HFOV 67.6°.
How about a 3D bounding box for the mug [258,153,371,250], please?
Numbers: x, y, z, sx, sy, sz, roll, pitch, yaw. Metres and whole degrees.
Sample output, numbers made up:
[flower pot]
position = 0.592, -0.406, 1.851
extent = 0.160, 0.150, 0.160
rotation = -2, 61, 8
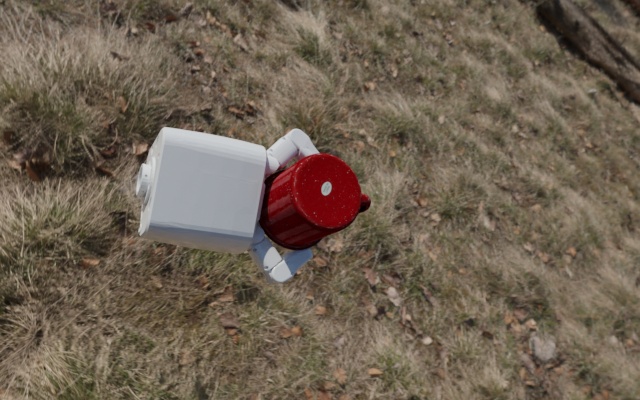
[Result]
[mug]
position = 0.001, 0.002, 0.506
extent = 0.117, 0.093, 0.081
rotation = 8, -18, -27
